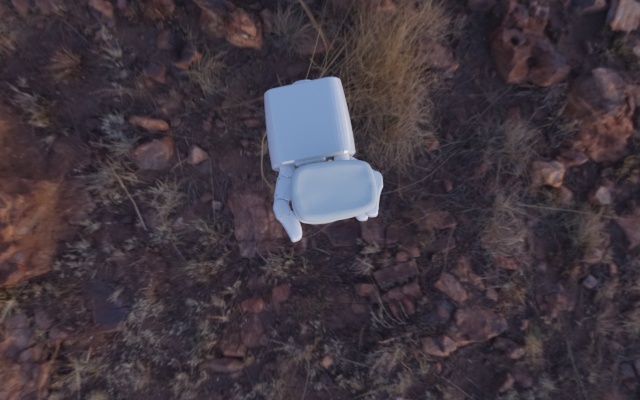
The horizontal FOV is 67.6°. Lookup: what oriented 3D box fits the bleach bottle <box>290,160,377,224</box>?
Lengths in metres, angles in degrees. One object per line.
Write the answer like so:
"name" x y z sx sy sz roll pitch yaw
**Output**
"bleach bottle" 0.000 0.002 0.657 0.102 0.068 0.251 -8 -6 -9
